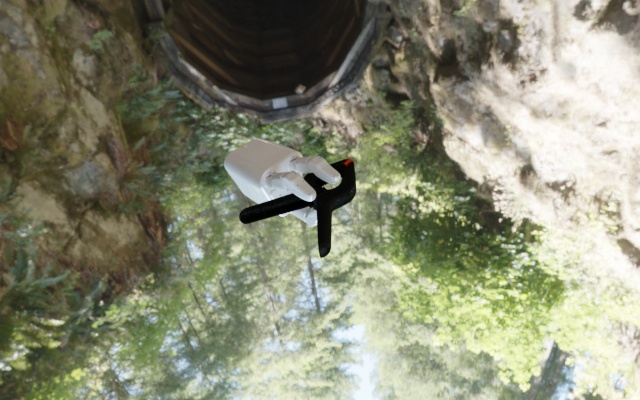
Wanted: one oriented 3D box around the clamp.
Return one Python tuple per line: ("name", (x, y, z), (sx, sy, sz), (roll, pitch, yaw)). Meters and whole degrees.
("clamp", (0.000, 0.003, 0.751), (0.164, 0.036, 0.210), (27, 50, 34))
